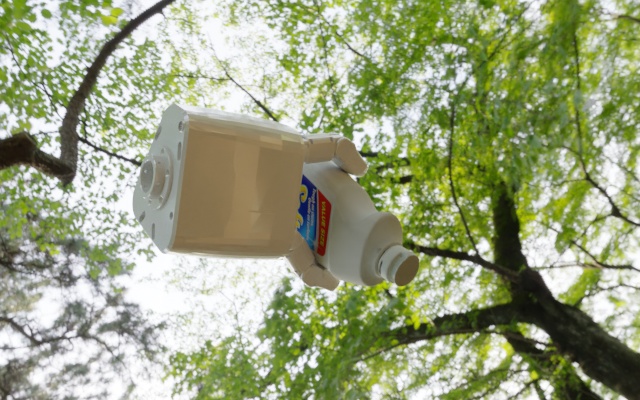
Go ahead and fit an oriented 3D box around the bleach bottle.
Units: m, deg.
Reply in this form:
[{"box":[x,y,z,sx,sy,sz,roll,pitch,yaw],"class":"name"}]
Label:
[{"box":[0.000,0.002,0.473,0.068,0.102,0.250,7,18,-41],"class":"bleach bottle"}]
